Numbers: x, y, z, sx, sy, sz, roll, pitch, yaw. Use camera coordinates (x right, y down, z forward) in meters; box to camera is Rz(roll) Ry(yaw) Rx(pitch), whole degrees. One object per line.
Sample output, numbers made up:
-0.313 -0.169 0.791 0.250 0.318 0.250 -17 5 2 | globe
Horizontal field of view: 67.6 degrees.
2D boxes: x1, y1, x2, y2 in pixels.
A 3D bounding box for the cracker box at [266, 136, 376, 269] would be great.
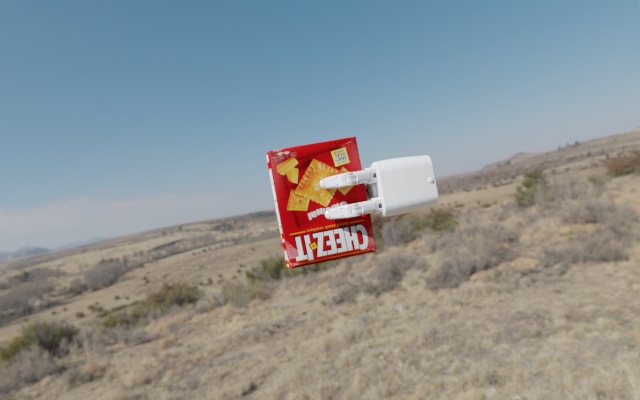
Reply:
0.000 0.003 0.871 0.164 0.213 0.072 -10 0 -9 | cracker box
